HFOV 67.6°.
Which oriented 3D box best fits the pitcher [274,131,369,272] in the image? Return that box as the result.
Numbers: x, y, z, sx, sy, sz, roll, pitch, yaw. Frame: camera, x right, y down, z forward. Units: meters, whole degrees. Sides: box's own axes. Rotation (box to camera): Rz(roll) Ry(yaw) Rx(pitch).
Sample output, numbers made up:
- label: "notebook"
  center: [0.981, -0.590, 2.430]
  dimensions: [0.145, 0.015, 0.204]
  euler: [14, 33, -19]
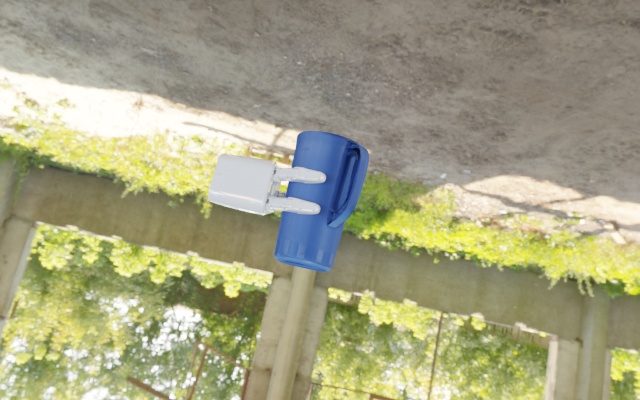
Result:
- label: "pitcher"
  center: [0.000, 0.003, 0.874]
  dimensions: [0.145, 0.242, 0.149]
  euler: [12, -11, 6]
